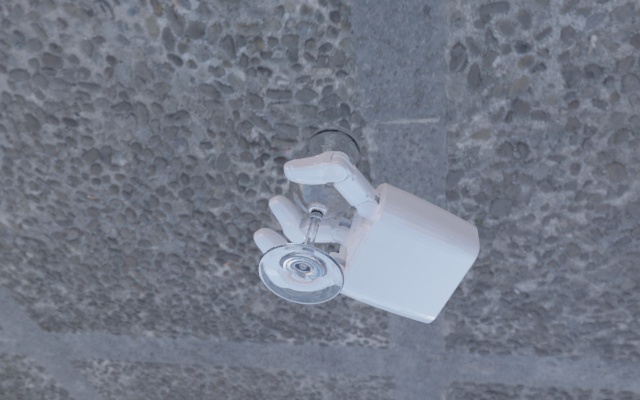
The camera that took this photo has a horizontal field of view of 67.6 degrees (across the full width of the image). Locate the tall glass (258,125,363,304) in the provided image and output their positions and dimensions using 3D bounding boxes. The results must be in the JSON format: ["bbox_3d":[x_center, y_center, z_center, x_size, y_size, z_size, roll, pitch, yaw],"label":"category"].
[{"bbox_3d":[0.000,0.002,0.478,0.079,0.079,0.201,0,39,12],"label":"tall glass"}]
